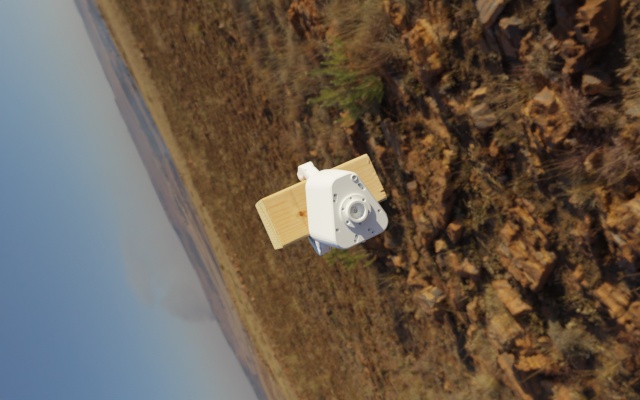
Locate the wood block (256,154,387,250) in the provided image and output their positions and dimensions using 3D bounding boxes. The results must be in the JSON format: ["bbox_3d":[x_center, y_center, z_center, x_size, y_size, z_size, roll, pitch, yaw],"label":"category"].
[{"bbox_3d":[0.000,0.003,0.855,0.206,0.091,0.090,-24,-1,-16],"label":"wood block"}]
